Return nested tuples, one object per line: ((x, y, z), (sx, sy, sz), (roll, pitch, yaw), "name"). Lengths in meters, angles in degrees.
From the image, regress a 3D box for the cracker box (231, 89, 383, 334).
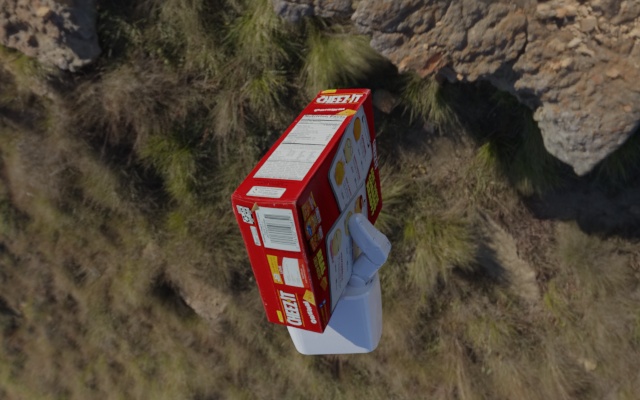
((0.000, 0.002, 0.506), (0.072, 0.164, 0.213), (6, 39, 22), "cracker box")
